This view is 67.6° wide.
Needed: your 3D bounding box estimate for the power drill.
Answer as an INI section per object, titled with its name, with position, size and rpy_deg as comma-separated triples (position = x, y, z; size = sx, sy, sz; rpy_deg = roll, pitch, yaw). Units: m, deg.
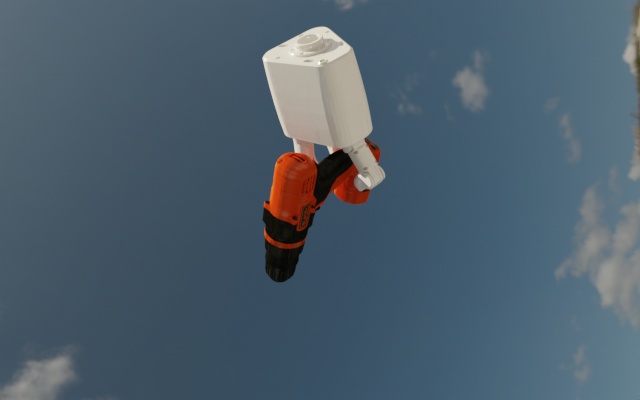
[power drill]
position = 0.000, 0.002, 0.623
size = 0.057, 0.185, 0.187
rpy_deg = 30, 39, 22
